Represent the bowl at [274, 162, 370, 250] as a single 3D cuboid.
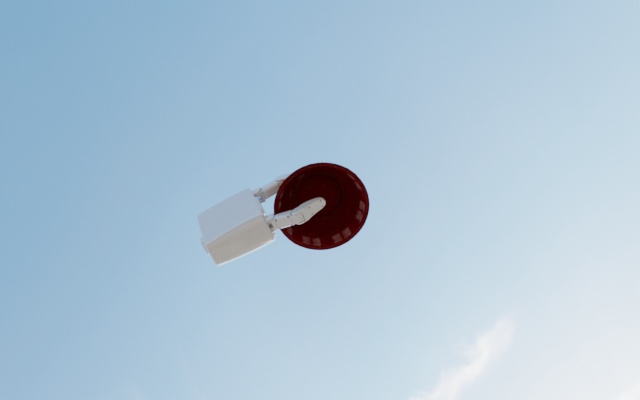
[{"bbox_3d":[0.001,0.002,0.823,0.162,0.162,0.055,0,24,-6],"label":"bowl"}]
